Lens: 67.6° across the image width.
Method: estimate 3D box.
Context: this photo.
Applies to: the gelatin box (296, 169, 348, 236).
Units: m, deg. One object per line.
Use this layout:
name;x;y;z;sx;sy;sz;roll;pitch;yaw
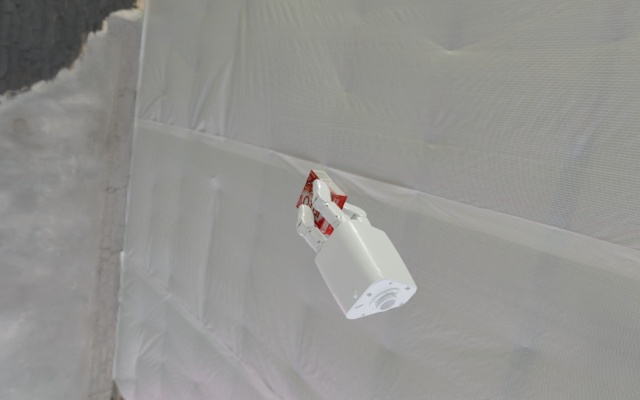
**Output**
gelatin box;0.000;0.002;0.772;0.030;0.073;0.089;8;26;-33
